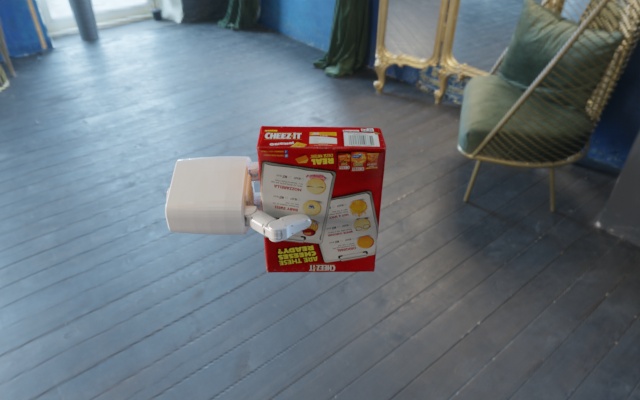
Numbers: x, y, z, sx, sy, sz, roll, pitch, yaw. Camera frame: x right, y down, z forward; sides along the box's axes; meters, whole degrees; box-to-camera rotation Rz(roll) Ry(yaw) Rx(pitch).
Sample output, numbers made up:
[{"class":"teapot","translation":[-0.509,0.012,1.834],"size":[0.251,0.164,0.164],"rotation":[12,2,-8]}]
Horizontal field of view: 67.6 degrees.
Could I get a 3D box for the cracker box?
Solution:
[{"class":"cracker box","translation":[0.000,0.002,0.676],"size":[0.164,0.214,0.072],"rotation":[0,36,0]}]
